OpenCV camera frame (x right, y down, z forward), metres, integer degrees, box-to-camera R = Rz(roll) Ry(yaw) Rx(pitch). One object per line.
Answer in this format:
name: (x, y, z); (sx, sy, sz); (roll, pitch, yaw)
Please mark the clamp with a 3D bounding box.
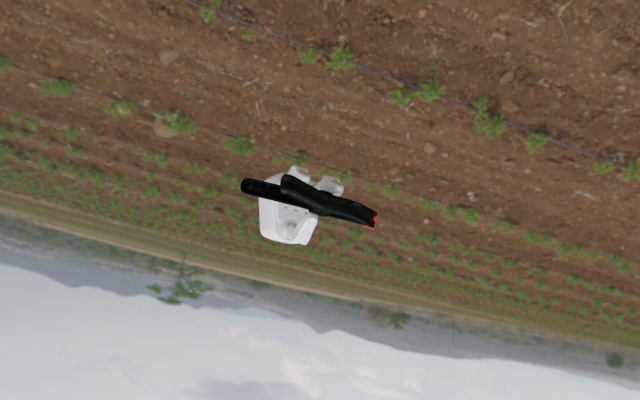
clamp: (0.000, 0.003, 0.692); (0.210, 0.036, 0.164); (17, -7, -20)
